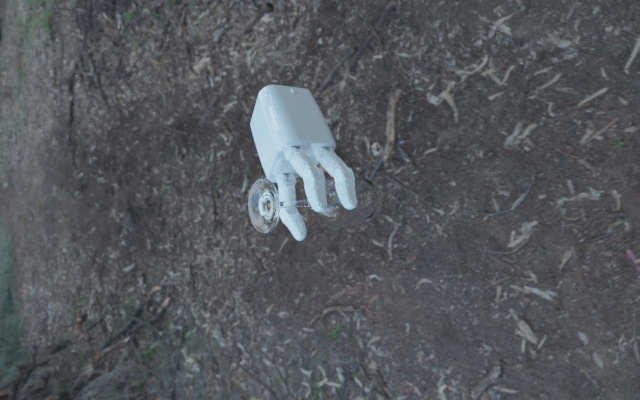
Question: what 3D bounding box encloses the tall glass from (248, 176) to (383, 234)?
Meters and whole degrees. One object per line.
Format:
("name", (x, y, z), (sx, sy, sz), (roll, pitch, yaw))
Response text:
("tall glass", (0.000, 0.002, 0.695), (0.201, 0.079, 0.079), (-3, 2, -40))
